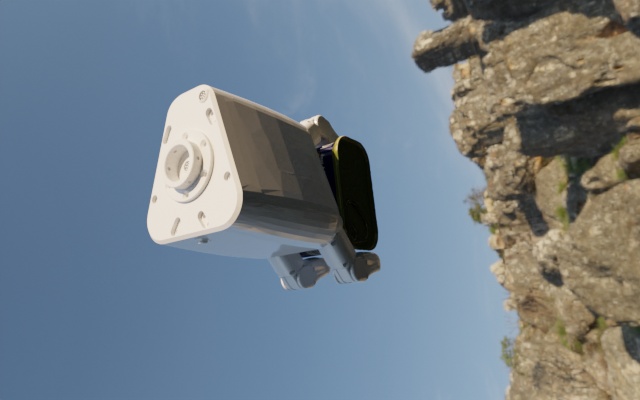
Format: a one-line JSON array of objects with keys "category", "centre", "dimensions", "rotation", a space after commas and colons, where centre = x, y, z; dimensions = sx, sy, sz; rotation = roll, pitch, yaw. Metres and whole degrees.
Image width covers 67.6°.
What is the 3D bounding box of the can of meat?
[{"category": "can of meat", "centre": [0.000, 0.001, 0.445], "dimensions": [0.084, 0.102, 0.057], "rotation": [-14, -14, 33]}]
